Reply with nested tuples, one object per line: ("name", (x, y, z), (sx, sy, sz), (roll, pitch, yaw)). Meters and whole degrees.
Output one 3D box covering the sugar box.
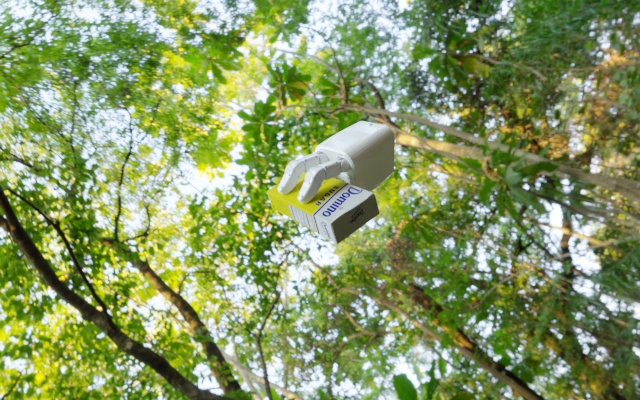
("sugar box", (0.000, 0.002, 0.769), (0.093, 0.048, 0.176), (-34, 32, -26))
